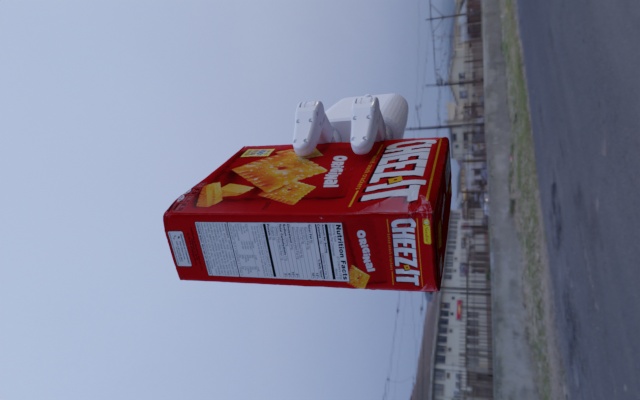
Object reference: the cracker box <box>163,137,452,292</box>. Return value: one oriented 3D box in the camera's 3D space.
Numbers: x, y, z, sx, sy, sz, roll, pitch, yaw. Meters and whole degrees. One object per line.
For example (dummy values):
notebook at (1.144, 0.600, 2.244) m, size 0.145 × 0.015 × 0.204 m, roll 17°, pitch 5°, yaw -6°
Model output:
cracker box at (0.000, 0.002, 0.418) m, size 0.213 × 0.072 × 0.164 m, roll -1°, pitch 25°, yaw 19°
